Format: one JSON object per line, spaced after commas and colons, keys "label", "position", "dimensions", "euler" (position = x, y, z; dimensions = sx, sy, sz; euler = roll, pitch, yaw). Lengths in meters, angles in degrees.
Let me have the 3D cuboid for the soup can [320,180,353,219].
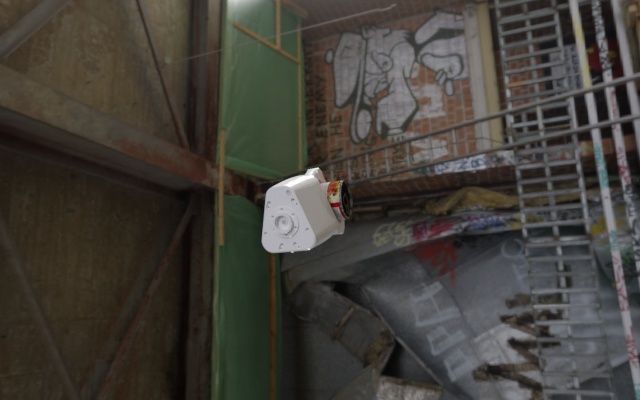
{"label": "soup can", "position": [0.000, 0.003, 0.859], "dimensions": [0.102, 0.068, 0.068], "euler": [-7, -2, 21]}
